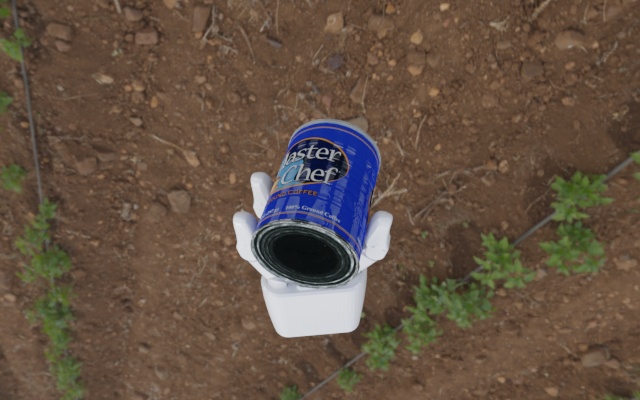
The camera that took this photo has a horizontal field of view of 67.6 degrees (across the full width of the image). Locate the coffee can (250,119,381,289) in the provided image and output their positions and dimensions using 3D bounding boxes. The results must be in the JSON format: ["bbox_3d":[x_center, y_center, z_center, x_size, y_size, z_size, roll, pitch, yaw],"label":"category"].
[{"bbox_3d":[0.000,0.001,0.478,0.103,0.140,0.103,10,-41,8],"label":"coffee can"}]
